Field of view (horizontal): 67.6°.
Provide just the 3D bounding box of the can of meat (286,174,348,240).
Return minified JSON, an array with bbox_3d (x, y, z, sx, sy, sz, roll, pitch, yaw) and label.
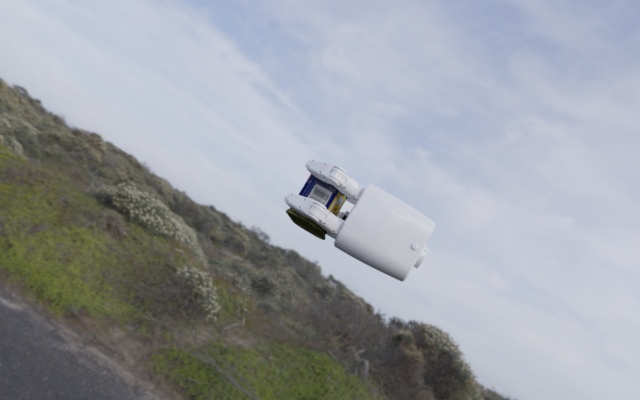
[{"bbox_3d":[0.000,0.002,0.688,0.057,0.084,0.102,29,-10,12],"label":"can of meat"}]
